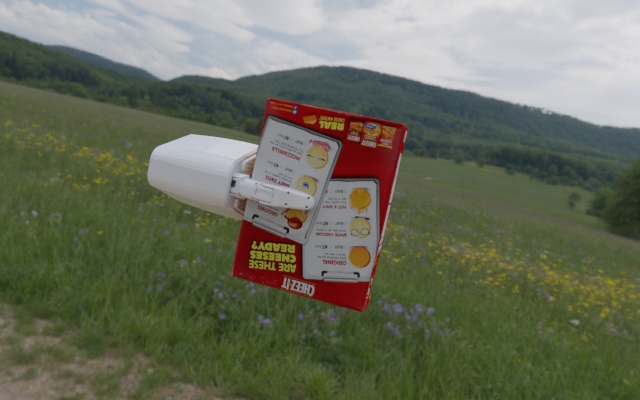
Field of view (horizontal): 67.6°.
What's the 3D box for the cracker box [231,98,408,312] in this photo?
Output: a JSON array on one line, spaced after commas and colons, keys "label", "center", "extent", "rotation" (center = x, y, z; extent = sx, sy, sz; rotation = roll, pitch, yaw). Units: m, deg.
[{"label": "cracker box", "center": [0.000, 0.002, 0.566], "extent": [0.164, 0.214, 0.072], "rotation": [13, 5, 13]}]
